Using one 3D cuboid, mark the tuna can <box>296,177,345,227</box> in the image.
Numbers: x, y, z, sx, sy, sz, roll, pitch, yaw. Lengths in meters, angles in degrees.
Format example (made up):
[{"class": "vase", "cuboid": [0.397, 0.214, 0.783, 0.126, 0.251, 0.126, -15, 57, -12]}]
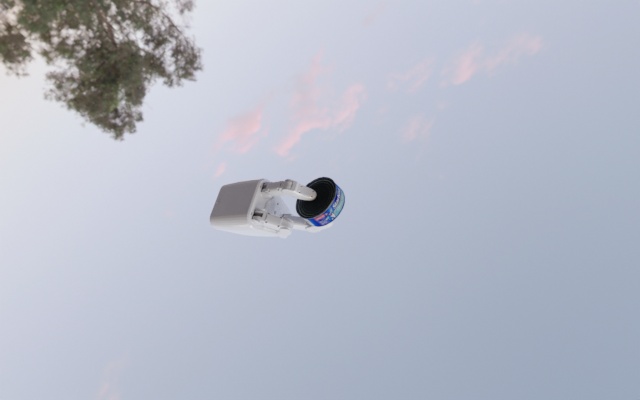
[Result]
[{"class": "tuna can", "cuboid": [0.001, 0.003, 0.839, 0.086, 0.086, 0.034, 0, -31, 41]}]
